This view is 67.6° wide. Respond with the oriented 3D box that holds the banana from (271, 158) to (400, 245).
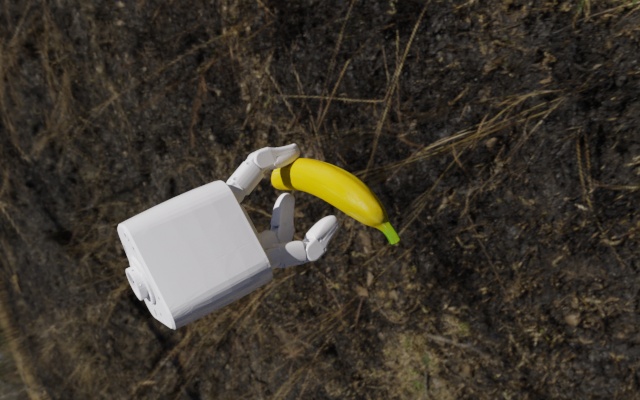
[{"bbox_3d":[0.000,-0.013,0.518,0.037,0.070,0.197,-31,39,-30],"label":"banana"}]
